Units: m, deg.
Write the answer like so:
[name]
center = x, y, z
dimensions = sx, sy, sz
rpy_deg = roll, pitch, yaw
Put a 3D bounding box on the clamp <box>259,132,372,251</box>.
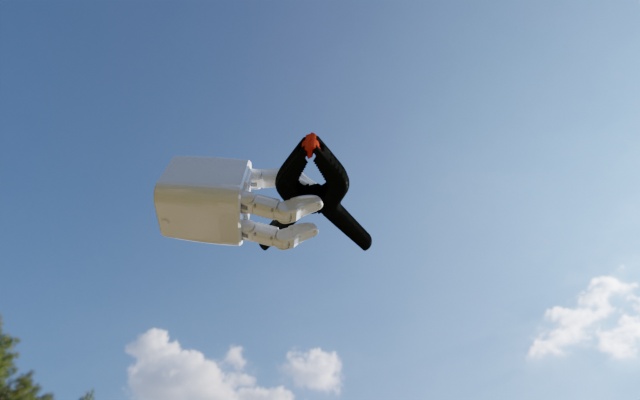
[clamp]
center = 0.000, 0.001, 0.638
dimensions = 0.164, 0.036, 0.210
rpy_deg = 4, -44, -4
